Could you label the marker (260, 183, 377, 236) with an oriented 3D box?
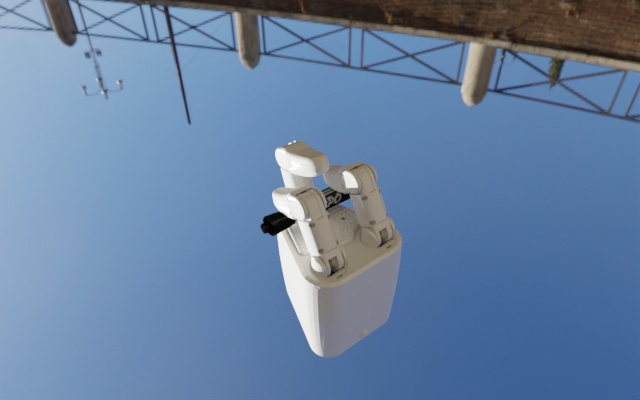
[{"bbox_3d":[0.000,0.001,0.430,0.121,0.020,0.020,-26,12,-27],"label":"marker"}]
